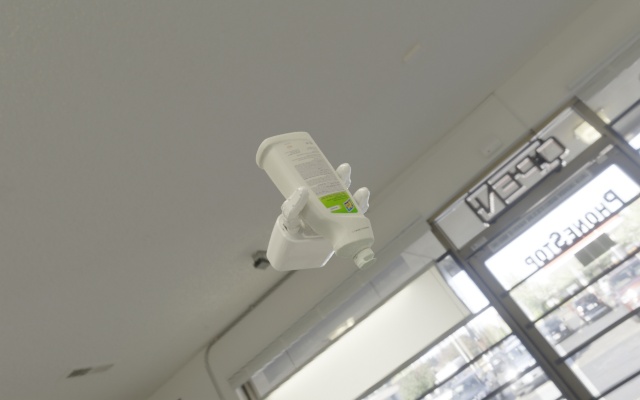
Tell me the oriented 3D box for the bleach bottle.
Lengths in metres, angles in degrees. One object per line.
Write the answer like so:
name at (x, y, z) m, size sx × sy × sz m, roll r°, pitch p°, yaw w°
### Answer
bleach bottle at (0.000, 0.002, 0.752) m, size 0.102 × 0.250 × 0.068 m, roll -17°, pitch -30°, yaw -33°
